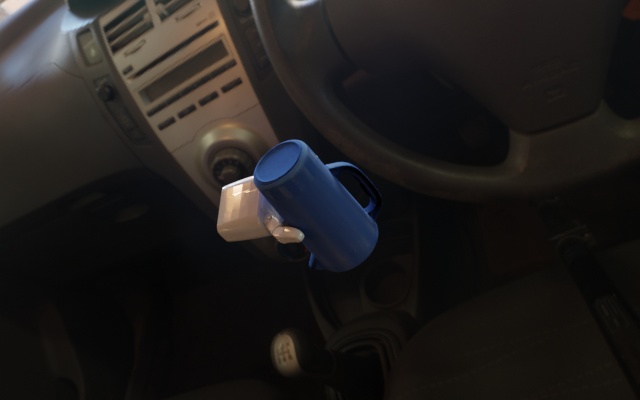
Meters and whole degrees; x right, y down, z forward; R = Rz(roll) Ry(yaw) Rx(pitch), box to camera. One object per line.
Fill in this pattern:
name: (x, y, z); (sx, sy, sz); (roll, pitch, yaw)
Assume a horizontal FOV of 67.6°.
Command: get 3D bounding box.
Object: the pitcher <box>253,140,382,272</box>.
pitcher: (0.000, 0.003, 0.844); (0.145, 0.149, 0.243); (-12, -44, 31)
